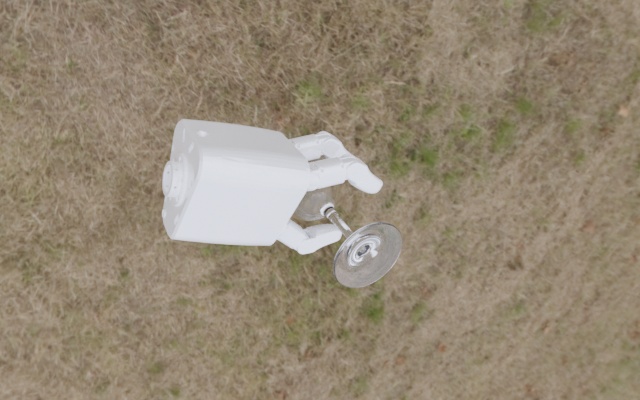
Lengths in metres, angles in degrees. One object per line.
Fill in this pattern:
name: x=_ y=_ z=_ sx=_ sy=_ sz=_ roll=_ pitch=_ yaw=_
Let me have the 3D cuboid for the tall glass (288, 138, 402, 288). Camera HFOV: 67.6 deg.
tall glass: x=0.000 y=0.002 z=0.515 sx=0.079 sy=0.079 sz=0.201 roll=0 pitch=30 yaw=-31
